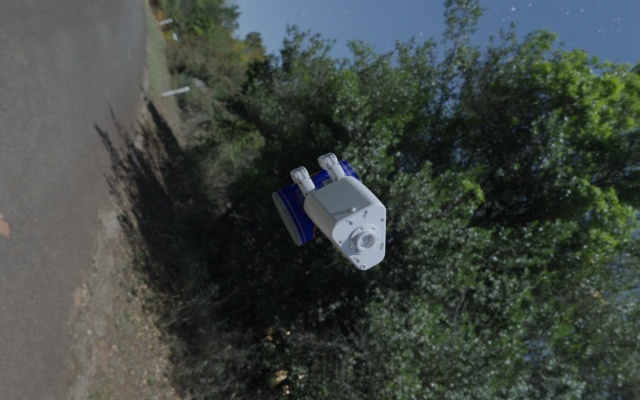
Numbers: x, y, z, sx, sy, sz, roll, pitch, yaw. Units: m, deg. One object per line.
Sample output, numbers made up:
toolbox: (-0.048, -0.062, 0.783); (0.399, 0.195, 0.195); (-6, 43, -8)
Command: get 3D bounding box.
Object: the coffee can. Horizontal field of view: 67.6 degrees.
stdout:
coffee can: (0.000, 0.003, 0.836); (0.140, 0.103, 0.103); (-27, 5, -10)
